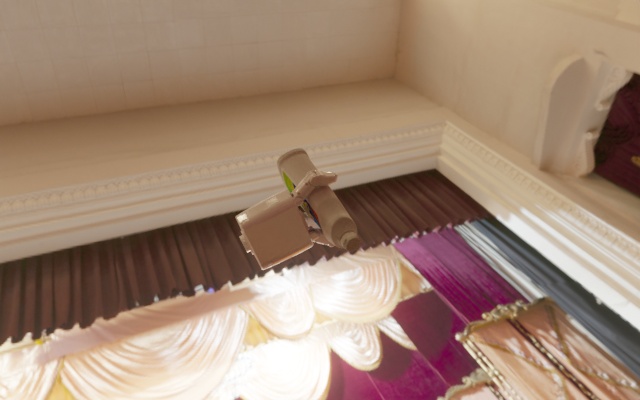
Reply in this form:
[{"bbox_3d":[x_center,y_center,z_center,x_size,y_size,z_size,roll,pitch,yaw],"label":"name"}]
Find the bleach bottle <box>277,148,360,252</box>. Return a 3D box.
[{"bbox_3d":[0.000,0.003,0.892,0.068,0.103,0.250,-27,41,-11],"label":"bleach bottle"}]
